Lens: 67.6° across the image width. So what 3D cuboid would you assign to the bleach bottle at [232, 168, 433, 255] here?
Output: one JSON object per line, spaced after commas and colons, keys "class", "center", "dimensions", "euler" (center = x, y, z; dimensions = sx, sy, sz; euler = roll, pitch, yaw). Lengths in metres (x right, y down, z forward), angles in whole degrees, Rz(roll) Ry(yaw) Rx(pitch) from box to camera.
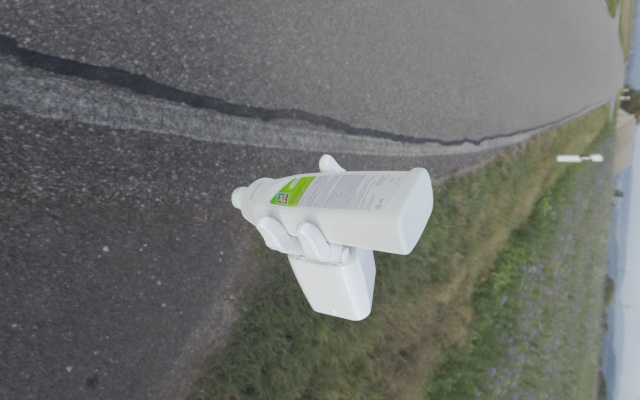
{"class": "bleach bottle", "center": [0.000, 0.002, 0.583], "dimensions": [0.251, 0.068, 0.102], "euler": [6, 42, 31]}
